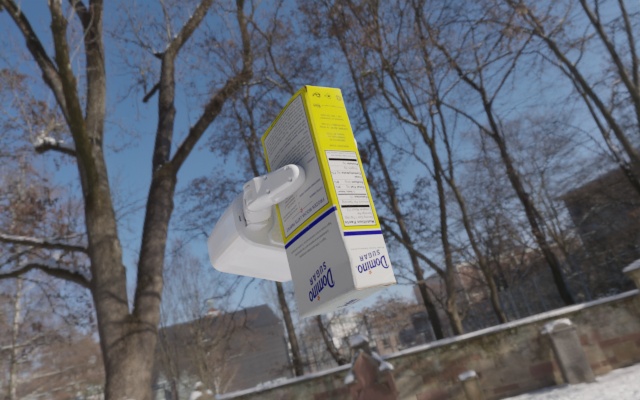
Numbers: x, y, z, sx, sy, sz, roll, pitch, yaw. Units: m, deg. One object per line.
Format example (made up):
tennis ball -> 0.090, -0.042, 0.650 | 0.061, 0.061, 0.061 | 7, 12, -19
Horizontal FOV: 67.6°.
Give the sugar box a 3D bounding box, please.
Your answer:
sugar box -> 0.000, 0.001, 0.408 | 0.048, 0.176, 0.093 | -4, -21, -33
